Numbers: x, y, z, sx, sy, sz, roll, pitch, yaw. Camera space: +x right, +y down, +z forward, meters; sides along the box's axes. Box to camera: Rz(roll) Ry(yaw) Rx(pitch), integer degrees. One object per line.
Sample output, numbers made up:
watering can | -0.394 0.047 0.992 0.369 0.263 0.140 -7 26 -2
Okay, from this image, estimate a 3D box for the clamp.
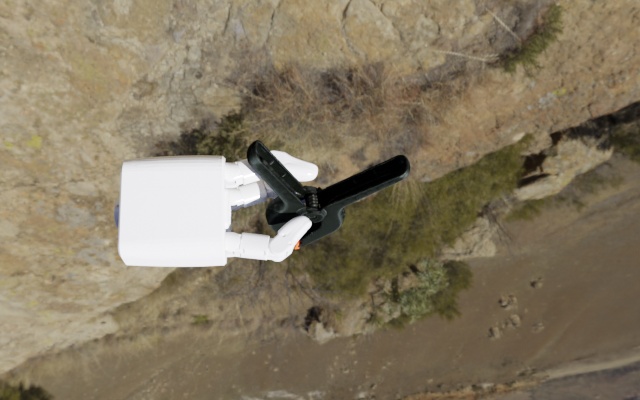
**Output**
clamp | 0.000 0.003 0.542 0.164 0.036 0.210 2 -29 -7
